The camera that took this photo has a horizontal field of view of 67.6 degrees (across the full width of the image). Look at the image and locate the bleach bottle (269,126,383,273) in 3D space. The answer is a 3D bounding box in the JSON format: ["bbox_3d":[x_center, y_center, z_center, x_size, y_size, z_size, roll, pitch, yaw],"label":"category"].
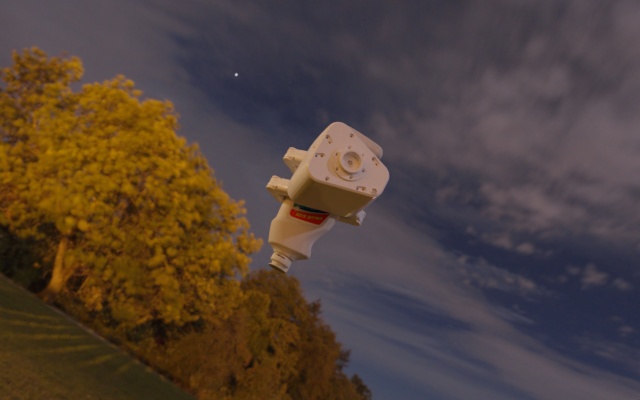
[{"bbox_3d":[0.000,0.002,0.748,0.102,0.250,0.068,32,-20,-7],"label":"bleach bottle"}]
